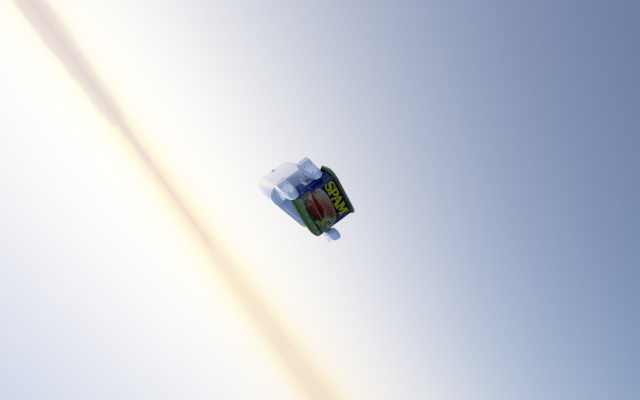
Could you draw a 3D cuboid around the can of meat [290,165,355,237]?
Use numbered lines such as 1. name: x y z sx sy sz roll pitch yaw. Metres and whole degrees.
1. can of meat: 0.000 0.003 0.856 0.084 0.102 0.057 -36 27 -13
